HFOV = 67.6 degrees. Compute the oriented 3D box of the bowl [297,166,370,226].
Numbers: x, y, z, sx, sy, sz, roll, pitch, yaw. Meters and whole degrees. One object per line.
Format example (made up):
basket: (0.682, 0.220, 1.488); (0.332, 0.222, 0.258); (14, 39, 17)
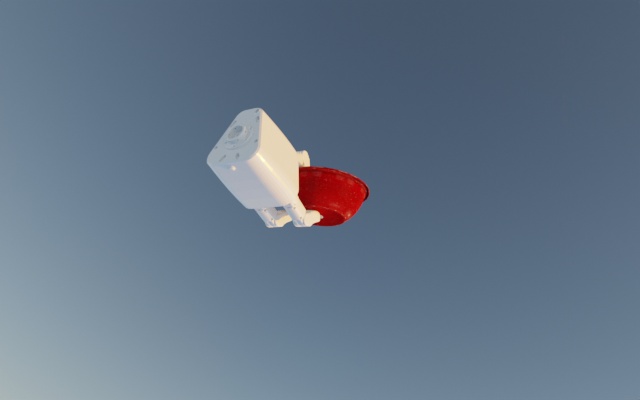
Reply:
bowl: (0.001, 0.004, 0.810); (0.162, 0.055, 0.162); (7, -23, 3)
